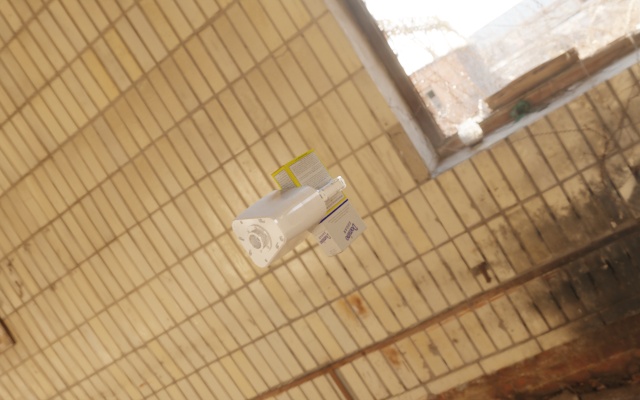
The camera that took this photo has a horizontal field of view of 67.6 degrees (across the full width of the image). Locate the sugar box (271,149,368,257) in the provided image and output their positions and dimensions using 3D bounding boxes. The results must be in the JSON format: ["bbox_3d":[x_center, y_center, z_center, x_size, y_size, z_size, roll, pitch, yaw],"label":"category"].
[{"bbox_3d":[0.000,0.003,0.835,0.048,0.176,0.093,-28,6,43],"label":"sugar box"}]
